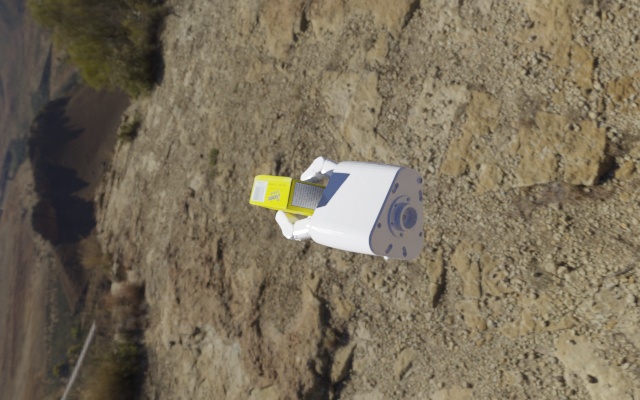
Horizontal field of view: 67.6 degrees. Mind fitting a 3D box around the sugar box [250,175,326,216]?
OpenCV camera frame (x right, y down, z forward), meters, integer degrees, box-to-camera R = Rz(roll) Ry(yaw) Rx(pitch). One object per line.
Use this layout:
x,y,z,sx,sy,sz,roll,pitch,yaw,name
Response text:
0.000,0.003,0.674,0.176,0.048,0.093,15,-4,-38,sugar box
